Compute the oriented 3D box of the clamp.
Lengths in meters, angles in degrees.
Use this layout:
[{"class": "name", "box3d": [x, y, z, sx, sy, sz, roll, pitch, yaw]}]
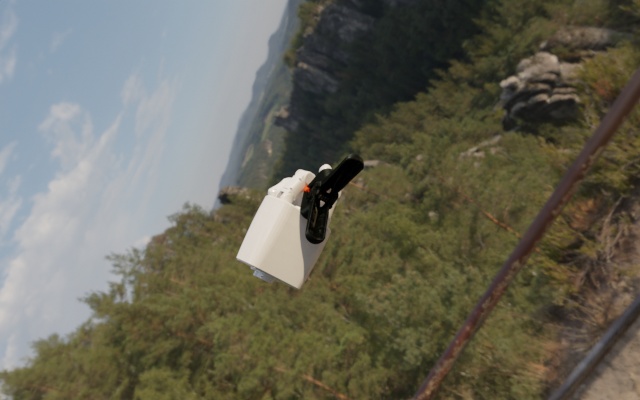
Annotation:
[{"class": "clamp", "box3d": [0.000, 0.002, 0.643, 0.039, 0.120, 0.171, 34, -12, -8]}]
